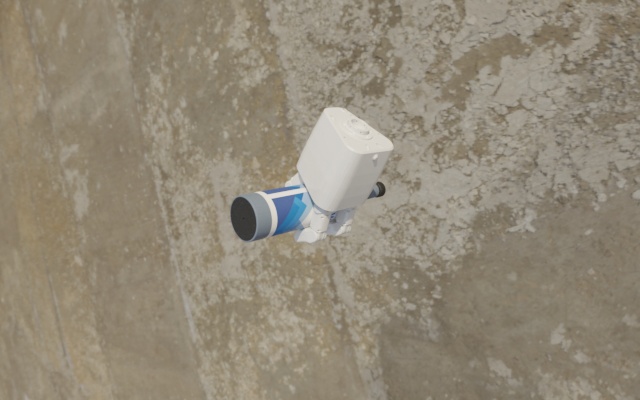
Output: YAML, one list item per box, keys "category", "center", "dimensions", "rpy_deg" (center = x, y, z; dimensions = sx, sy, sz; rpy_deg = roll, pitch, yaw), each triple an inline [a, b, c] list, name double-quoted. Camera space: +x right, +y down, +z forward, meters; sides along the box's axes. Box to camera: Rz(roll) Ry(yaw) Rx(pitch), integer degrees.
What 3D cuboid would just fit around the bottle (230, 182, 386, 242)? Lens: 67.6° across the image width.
- category: "bottle"
  center: [0.000, 0.003, 0.754]
  dimensions: [0.295, 0.069, 0.069]
  rpy_deg: [-12, 8, -42]
